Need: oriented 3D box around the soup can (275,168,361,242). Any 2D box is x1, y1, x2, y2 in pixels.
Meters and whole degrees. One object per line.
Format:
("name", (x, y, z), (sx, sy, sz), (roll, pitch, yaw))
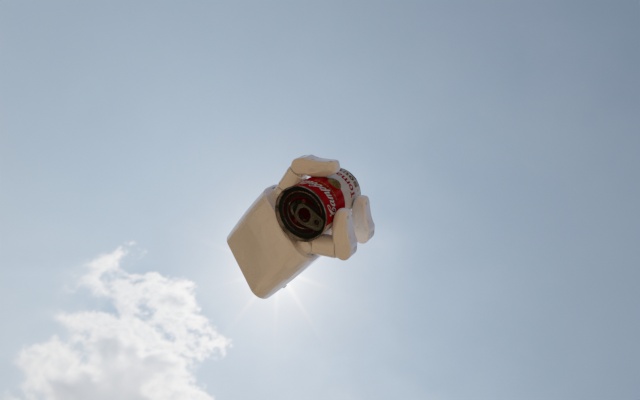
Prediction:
("soup can", (0.000, 0.001, 0.586), (0.068, 0.068, 0.102), (0, 16, 29))
